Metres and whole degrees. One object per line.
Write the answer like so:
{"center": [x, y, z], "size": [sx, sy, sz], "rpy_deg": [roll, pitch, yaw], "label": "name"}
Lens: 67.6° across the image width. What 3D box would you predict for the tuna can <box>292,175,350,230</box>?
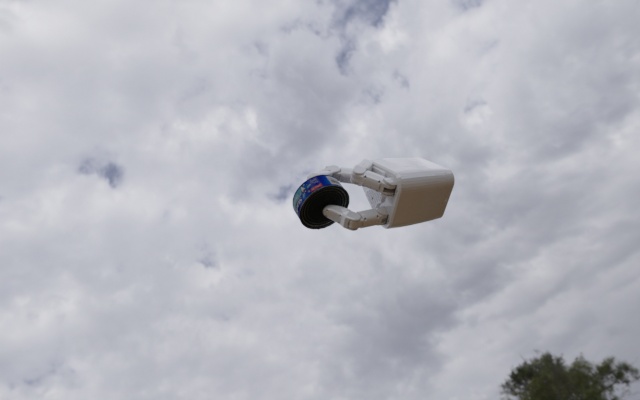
{"center": [0.000, 0.002, 0.745], "size": [0.086, 0.086, 0.033], "rpy_deg": [0, 37, -32], "label": "tuna can"}
